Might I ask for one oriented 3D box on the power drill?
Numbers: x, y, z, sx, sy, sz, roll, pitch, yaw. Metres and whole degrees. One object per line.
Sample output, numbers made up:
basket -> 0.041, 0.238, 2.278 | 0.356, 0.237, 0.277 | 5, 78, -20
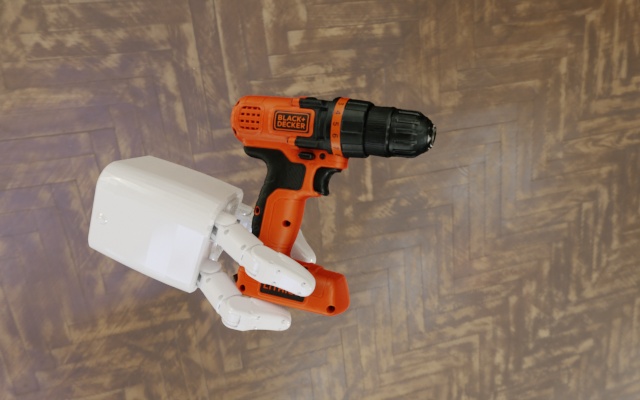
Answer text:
power drill -> 0.000, 0.002, 0.428 | 0.184, 0.187, 0.057 | 9, 4, 20
